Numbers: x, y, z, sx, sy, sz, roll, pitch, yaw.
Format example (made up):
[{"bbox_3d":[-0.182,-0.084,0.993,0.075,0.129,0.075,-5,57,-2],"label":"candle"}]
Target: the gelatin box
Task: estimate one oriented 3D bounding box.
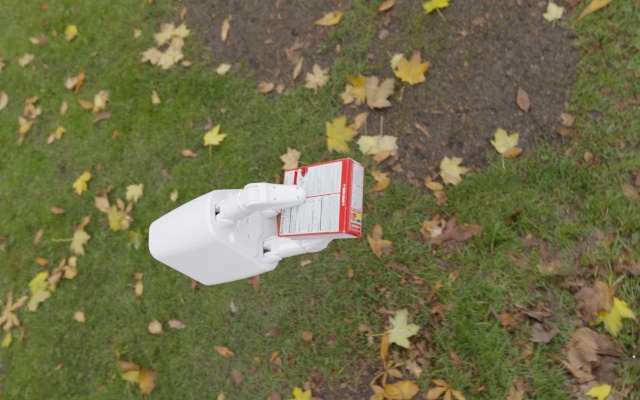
[{"bbox_3d":[0.000,0.001,0.480,0.089,0.073,0.030,-7,-18,39],"label":"gelatin box"}]
